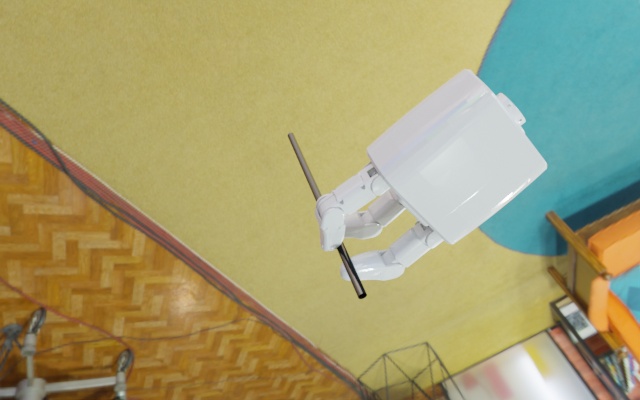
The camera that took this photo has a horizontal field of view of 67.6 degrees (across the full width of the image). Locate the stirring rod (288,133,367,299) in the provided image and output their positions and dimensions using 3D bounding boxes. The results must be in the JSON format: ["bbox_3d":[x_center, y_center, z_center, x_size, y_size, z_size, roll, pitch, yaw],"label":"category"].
[{"bbox_3d":[0.000,0.001,0.486,0.011,0.011,0.239,0,41,-23],"label":"stirring rod"}]
